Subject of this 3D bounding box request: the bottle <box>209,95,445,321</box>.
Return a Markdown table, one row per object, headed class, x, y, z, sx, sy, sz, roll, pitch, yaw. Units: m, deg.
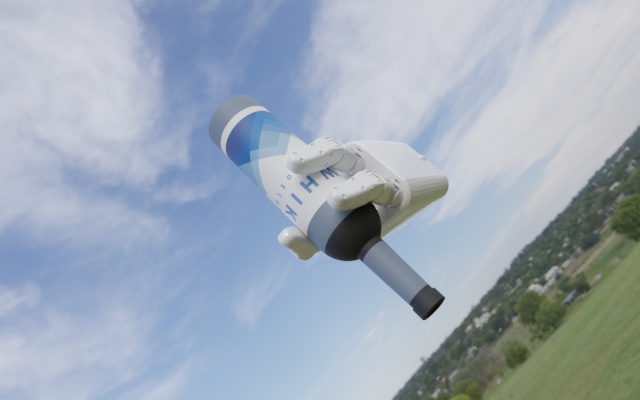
| class | x | y | z | sx | sy | sz | roll | pitch | yaw |
| --- | --- | --- | --- | --- | --- | --- | --- | --- | --- |
| bottle | 0.000 | 0.001 | 0.467 | 0.295 | 0.069 | 0.069 | 43 | 22 | 26 |
